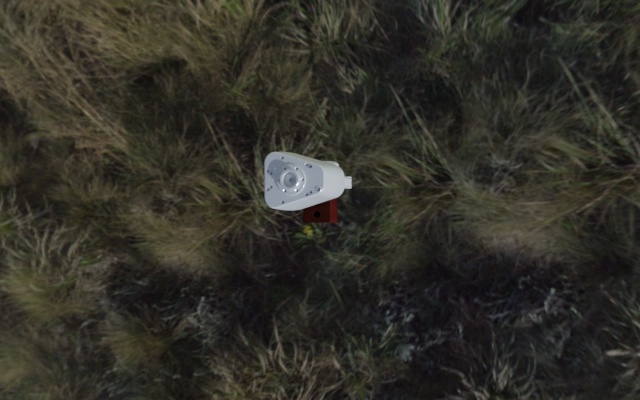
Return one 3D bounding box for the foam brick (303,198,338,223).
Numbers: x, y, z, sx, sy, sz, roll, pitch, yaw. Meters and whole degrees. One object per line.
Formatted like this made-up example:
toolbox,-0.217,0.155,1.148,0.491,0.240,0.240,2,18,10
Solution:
foam brick,0.000,0.003,0.877,0.053,0.078,0.051,-1,0,18
